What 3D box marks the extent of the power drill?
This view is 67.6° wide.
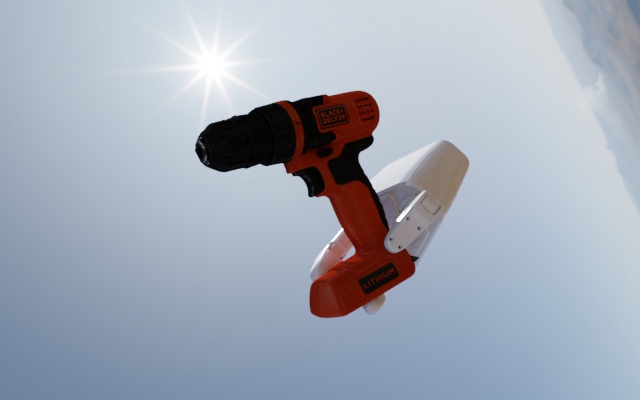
[{"bbox_3d":[0.000,0.002,0.418,0.184,0.187,0.057,-20,4,-34],"label":"power drill"}]
